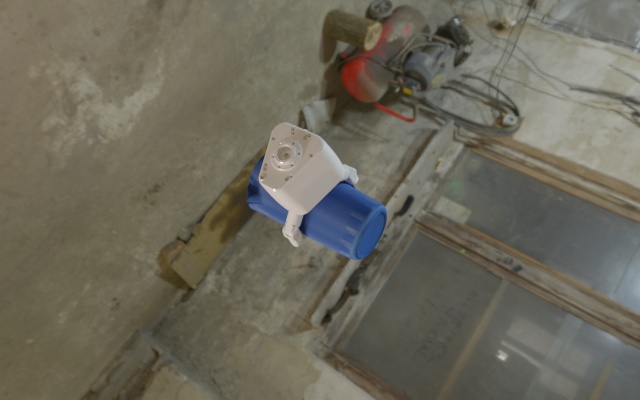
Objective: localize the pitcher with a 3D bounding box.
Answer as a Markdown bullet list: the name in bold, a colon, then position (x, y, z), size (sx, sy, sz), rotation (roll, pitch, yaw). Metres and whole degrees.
- **pitcher**: position (0.000, 0.003, 0.871), size (0.242, 0.149, 0.145), rotation (28, -8, 26)
